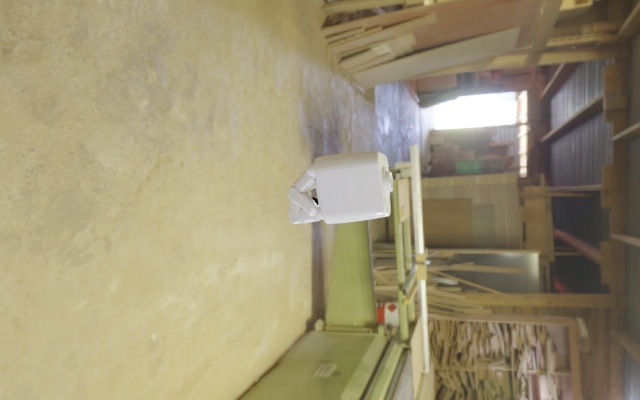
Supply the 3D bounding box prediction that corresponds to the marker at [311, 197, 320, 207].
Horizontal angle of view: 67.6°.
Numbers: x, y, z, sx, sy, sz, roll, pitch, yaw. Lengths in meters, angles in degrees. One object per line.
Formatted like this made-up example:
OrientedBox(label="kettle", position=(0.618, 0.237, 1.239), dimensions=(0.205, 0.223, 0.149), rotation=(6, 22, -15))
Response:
OrientedBox(label="marker", position=(0.000, 0.003, 0.860), dimensions=(0.020, 0.020, 0.121), rotation=(0, 0, 18))
